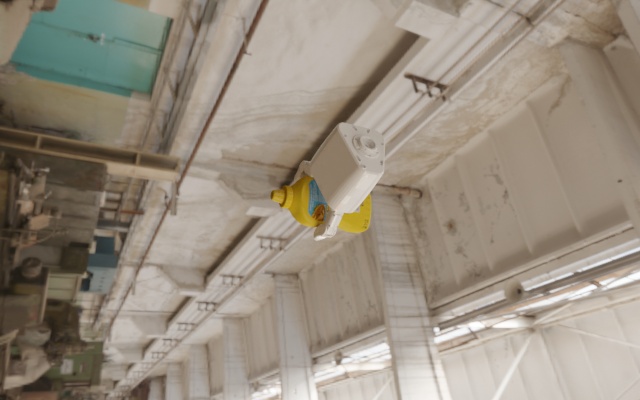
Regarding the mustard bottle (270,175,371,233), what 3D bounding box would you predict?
[{"bbox_3d":[0.000,0.003,0.883,0.191,0.096,0.058,9,-15,-26],"label":"mustard bottle"}]
